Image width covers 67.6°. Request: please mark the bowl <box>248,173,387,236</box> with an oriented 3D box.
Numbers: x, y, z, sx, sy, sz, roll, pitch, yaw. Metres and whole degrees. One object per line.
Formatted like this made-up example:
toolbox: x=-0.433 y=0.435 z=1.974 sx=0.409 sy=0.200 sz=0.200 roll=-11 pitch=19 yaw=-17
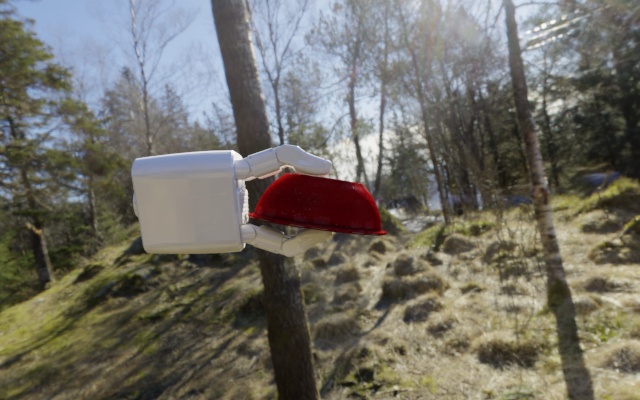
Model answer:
bowl: x=0.001 y=0.002 z=0.551 sx=0.162 sy=0.055 sz=0.162 roll=8 pitch=1 yaw=0
